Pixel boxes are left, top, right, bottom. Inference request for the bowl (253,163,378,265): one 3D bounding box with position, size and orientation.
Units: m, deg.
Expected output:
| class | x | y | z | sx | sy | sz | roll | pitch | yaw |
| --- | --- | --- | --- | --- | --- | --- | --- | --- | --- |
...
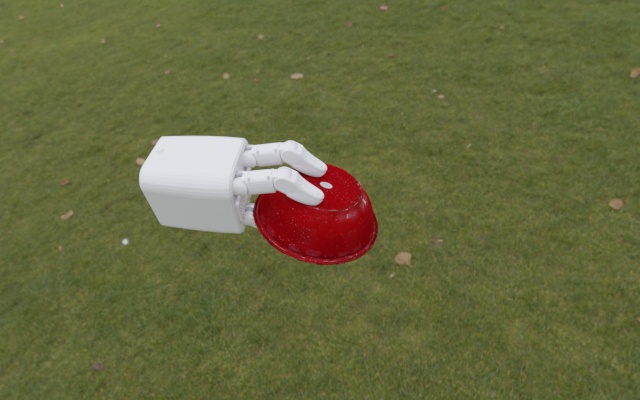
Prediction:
| class | x | y | z | sx | sy | sz | roll | pitch | yaw |
| --- | --- | --- | --- | --- | --- | --- | --- | --- | --- |
| bowl | 0.001 | 0.002 | 0.591 | 0.162 | 0.055 | 0.162 | 9 | 40 | -7 |
